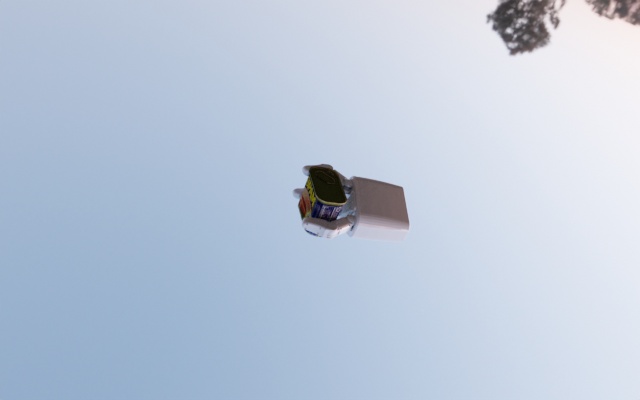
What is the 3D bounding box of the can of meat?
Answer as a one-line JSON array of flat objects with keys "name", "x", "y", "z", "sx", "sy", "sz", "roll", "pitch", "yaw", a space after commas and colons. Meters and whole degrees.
[{"name": "can of meat", "x": 0.000, "y": 0.003, "z": 0.853, "sx": 0.057, "sy": 0.084, "sz": 0.102, "roll": 7, "pitch": 38, "yaw": -20}]
